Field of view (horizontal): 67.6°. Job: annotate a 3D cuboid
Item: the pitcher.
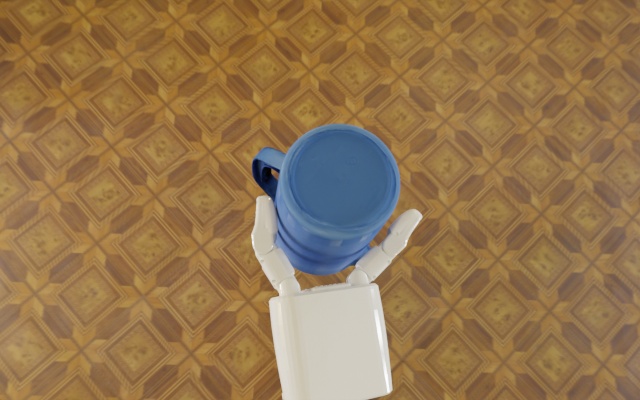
[{"bbox_3d":[0.000,0.002,0.529,0.149,0.145,0.243,-5,-13,-6],"label":"pitcher"}]
